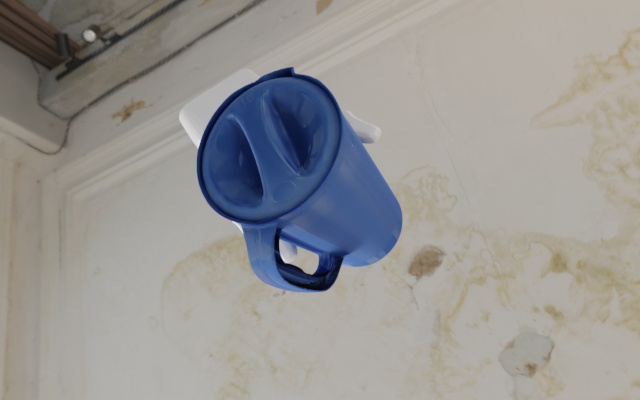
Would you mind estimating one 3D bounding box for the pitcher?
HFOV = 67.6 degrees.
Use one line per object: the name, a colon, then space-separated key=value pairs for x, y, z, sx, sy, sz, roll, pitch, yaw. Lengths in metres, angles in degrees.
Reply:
pitcher: x=0.000 y=0.001 z=0.475 sx=0.145 sy=0.149 sz=0.243 roll=44 pitch=3 yaw=31
